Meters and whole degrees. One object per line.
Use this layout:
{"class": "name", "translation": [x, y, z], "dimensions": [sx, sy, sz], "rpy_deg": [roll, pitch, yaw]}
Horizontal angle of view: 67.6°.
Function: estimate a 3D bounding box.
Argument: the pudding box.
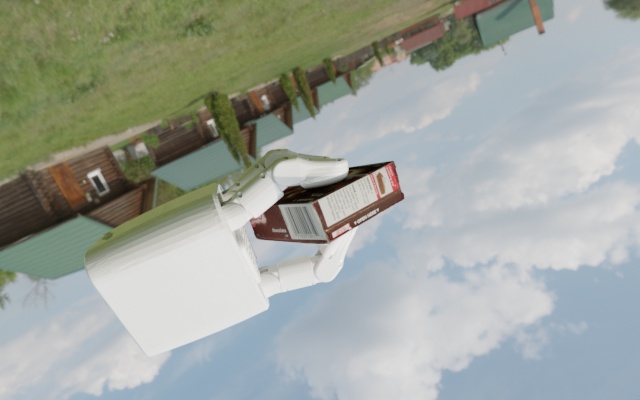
{"class": "pudding box", "translation": [0.000, 0.002, 0.408], "dimensions": [0.090, 0.039, 0.113], "rpy_deg": [-28, 16, -33]}
